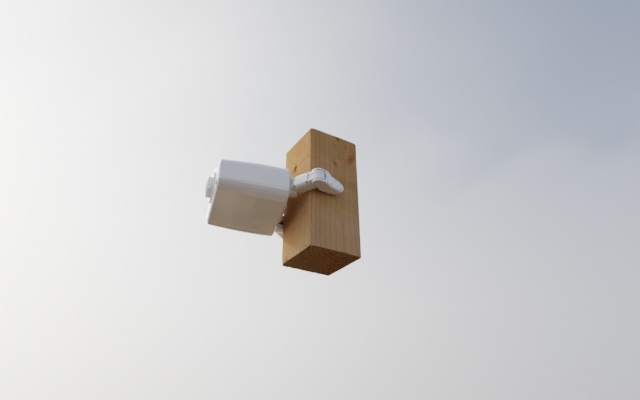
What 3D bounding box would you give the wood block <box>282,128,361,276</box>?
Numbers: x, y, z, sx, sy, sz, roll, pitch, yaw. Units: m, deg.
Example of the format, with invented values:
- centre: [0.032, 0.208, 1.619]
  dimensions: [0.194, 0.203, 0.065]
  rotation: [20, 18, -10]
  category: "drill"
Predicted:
- centre: [0.000, 0.002, 0.761]
  dimensions: [0.090, 0.206, 0.091]
  rotation: [17, -34, -28]
  category: "wood block"
